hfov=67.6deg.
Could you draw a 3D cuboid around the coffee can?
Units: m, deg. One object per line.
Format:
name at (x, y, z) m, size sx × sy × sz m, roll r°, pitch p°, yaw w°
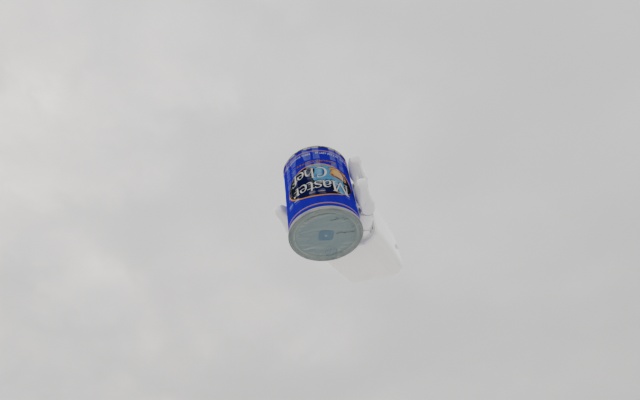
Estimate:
coffee can at (0.000, 0.002, 0.696) m, size 0.103 × 0.103 × 0.140 m, roll 0°, pitch 42°, yaw -8°
